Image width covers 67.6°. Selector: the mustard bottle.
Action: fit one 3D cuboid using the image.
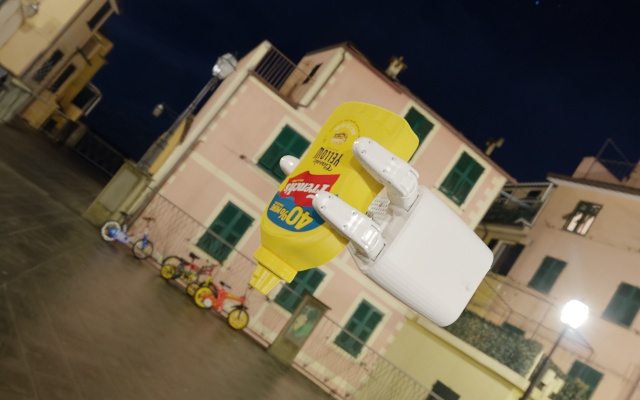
[{"bbox_3d":[0.000,0.001,0.433,0.096,0.191,0.058,26,-13,46],"label":"mustard bottle"}]
